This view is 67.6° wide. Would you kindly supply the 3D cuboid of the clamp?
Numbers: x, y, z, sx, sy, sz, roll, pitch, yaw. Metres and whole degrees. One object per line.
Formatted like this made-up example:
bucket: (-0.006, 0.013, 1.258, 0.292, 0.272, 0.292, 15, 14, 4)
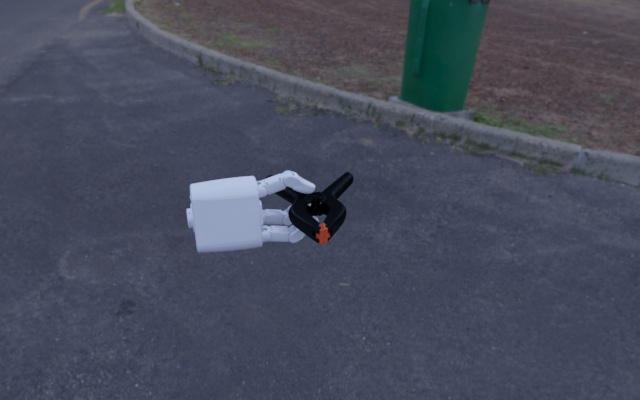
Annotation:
clamp: (0.000, 0.002, 0.811, 0.164, 0.036, 0.210, -7, 30, -13)
